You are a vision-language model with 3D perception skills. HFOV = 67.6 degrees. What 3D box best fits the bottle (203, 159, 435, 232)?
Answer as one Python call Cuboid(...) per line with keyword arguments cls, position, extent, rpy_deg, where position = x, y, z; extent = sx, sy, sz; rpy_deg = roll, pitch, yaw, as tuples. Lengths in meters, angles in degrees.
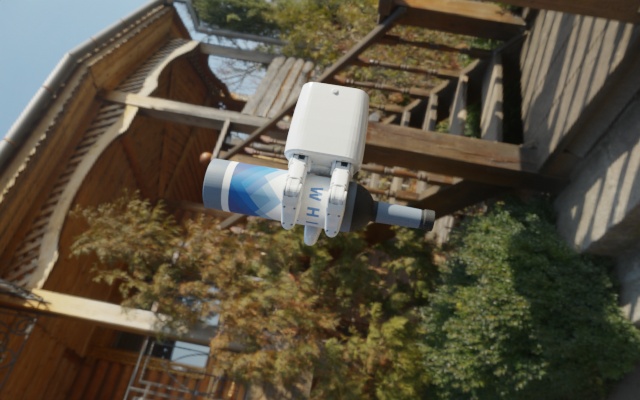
Cuboid(cls="bottle", position=(0.000, 0.002, 0.623), extent=(0.296, 0.069, 0.069), rpy_deg=(10, 0, 3))
